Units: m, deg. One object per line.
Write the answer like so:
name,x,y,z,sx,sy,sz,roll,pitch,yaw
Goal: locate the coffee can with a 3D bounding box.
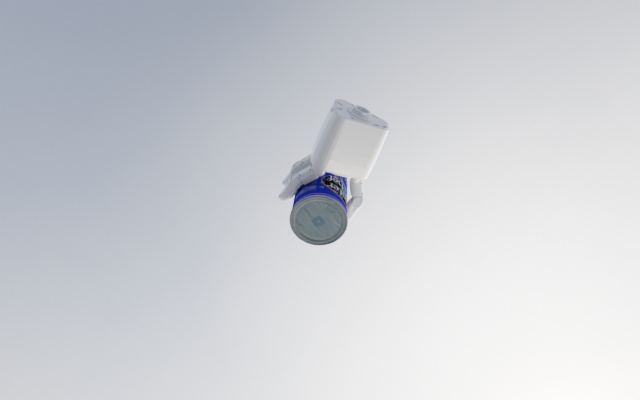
coffee can,0.000,0.003,0.895,0.103,0.103,0.140,0,30,3
